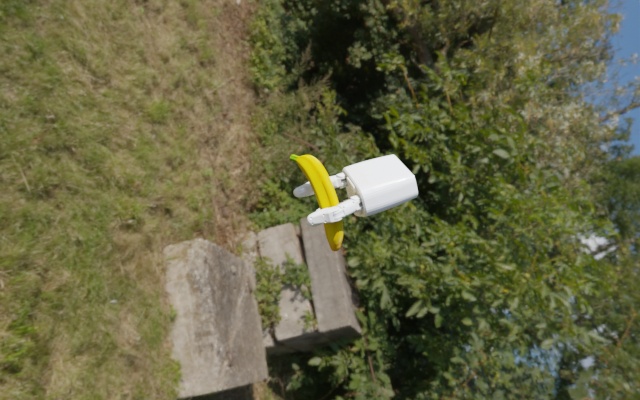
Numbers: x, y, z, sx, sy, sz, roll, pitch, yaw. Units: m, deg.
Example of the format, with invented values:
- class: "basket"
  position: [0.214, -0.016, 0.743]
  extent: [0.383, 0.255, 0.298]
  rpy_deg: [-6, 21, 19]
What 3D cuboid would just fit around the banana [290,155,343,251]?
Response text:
- class: "banana"
  position: [0.005, -0.004, 0.864]
  extent: [0.037, 0.198, 0.069]
  rpy_deg: [-22, -3, -22]
